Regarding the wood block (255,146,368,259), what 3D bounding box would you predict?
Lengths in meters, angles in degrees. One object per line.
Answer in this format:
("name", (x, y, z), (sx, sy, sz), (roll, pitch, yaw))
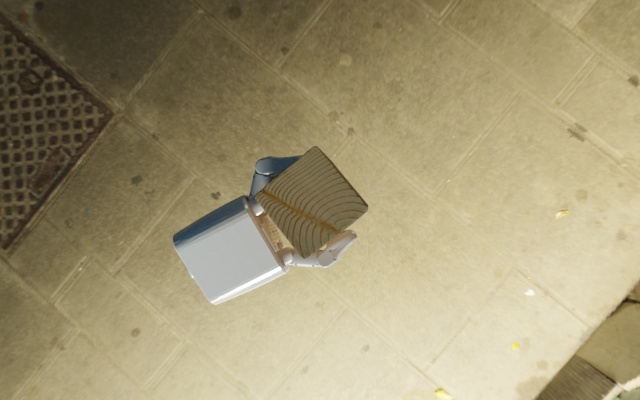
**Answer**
("wood block", (0.000, 0.002, 0.605), (0.090, 0.091, 0.206), (-39, -3, 5))
